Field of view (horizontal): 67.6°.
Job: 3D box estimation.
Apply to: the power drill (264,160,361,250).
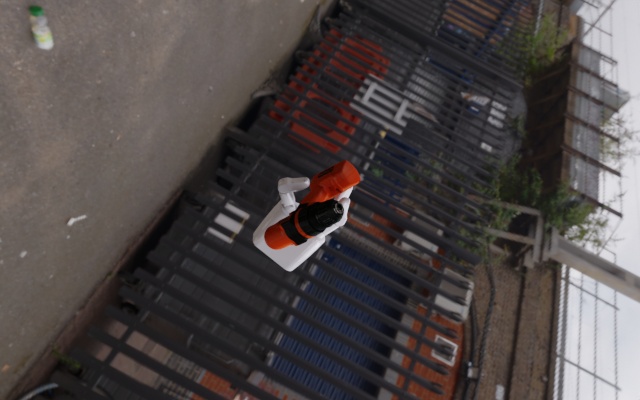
[{"bbox_3d":[0.000,0.003,0.850,0.184,0.057,0.187,-24,17,42],"label":"power drill"}]
